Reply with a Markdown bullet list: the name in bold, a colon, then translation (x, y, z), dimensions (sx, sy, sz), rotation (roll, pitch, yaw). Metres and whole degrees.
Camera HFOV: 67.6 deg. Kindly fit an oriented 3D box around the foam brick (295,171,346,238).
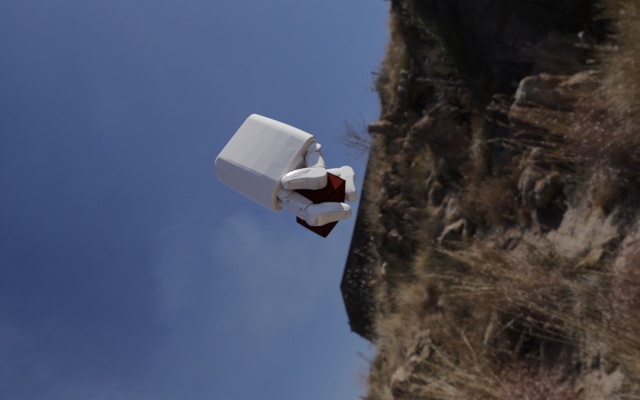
- **foam brick**: translation (0.000, 0.003, 0.674), dimensions (0.051, 0.078, 0.053), rotation (26, 51, 21)
